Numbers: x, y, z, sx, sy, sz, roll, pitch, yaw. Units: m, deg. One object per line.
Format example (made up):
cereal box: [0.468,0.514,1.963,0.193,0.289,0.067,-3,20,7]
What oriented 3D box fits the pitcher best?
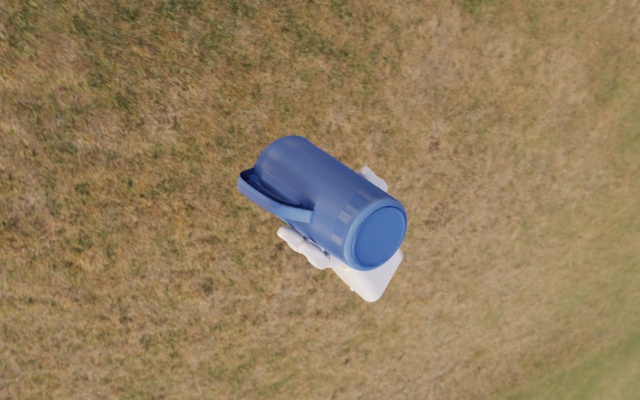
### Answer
pitcher: [0.000,0.002,0.698,0.242,0.149,0.145,35,-17,47]
